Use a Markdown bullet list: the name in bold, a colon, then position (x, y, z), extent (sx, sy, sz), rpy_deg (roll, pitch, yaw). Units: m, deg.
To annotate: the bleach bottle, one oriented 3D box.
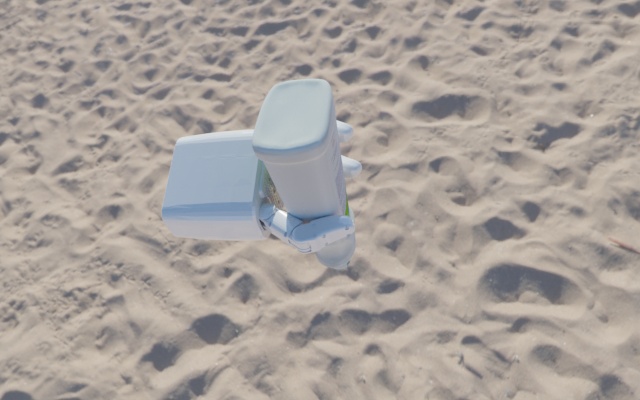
- **bleach bottle**: position (0.000, 0.002, 0.506), extent (0.068, 0.102, 0.251), rpy_deg (-2, -40, 13)
